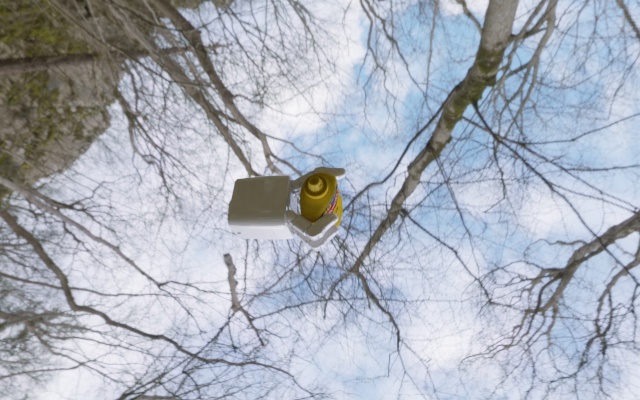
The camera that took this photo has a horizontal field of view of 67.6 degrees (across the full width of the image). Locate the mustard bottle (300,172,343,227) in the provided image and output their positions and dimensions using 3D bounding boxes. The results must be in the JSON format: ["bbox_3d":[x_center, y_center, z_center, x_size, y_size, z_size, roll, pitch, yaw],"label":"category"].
[{"bbox_3d":[0.000,0.003,0.863,0.058,0.096,0.192,23,-17,16],"label":"mustard bottle"}]
